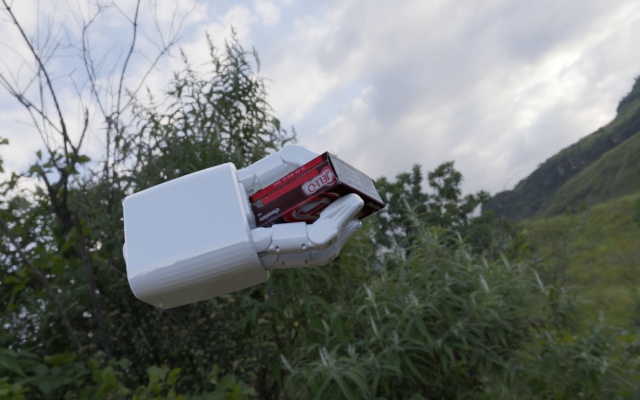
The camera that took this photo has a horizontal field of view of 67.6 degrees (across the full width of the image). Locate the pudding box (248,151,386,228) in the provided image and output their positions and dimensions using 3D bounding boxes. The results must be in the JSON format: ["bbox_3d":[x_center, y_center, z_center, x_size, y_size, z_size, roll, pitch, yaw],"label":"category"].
[{"bbox_3d":[0.000,0.001,0.460,0.090,0.039,0.113,-28,-21,21],"label":"pudding box"}]
